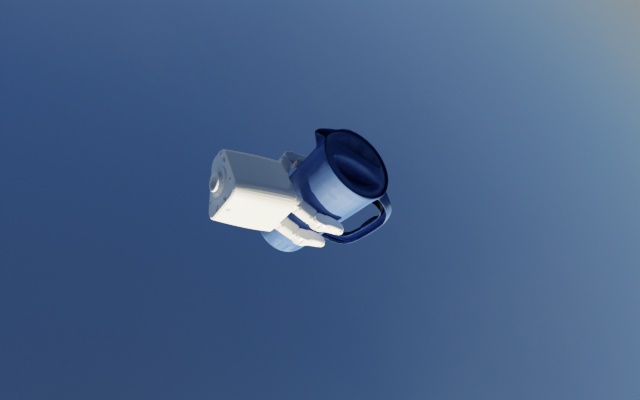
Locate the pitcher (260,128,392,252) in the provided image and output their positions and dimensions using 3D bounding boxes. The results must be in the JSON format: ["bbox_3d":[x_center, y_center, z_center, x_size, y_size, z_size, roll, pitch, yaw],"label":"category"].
[{"bbox_3d":[0.000,0.003,0.837,0.145,0.149,0.243,14,-37,-34],"label":"pitcher"}]
